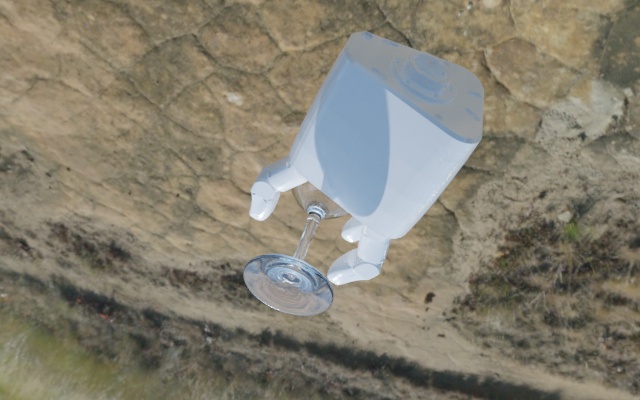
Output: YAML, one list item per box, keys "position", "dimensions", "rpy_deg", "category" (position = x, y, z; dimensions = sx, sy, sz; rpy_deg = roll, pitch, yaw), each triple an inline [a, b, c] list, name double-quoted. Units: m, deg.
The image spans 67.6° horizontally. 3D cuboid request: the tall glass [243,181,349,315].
- position: [0.000, 0.002, 0.443]
  dimensions: [0.079, 0.079, 0.201]
  rpy_deg: [0, 42, 20]
  category: "tall glass"
